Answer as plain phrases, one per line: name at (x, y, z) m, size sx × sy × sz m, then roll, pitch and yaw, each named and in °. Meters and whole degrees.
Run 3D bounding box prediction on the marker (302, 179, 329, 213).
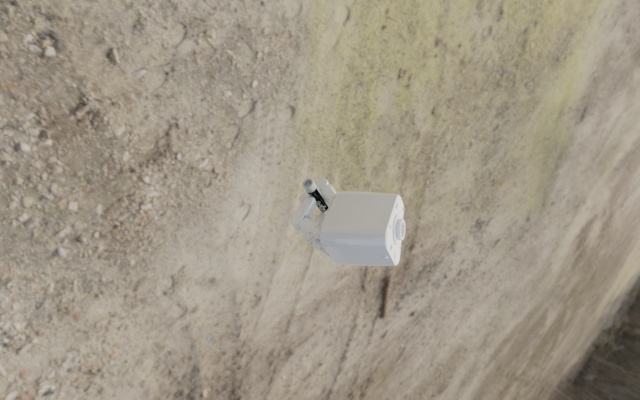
marker at (0.000, 0.003, 0.817) m, size 0.020 × 0.020 × 0.121 m, roll 0°, pitch -31°, yaw 24°
